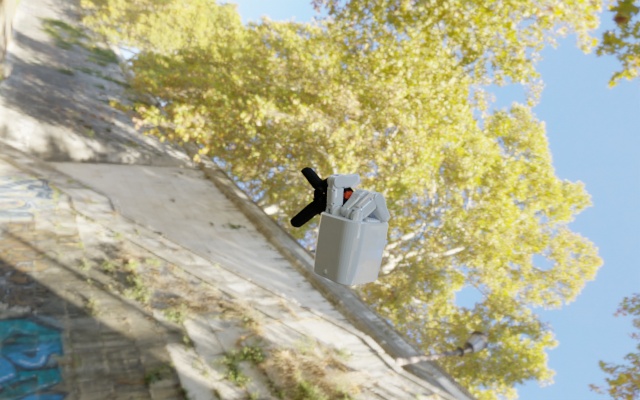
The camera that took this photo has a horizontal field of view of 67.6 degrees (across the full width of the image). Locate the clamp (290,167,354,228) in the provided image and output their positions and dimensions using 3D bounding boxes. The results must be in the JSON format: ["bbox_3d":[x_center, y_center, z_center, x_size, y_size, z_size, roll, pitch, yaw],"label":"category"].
[{"bbox_3d":[0.001,0.003,0.882,0.039,0.120,0.171,10,2,-33],"label":"clamp"}]
